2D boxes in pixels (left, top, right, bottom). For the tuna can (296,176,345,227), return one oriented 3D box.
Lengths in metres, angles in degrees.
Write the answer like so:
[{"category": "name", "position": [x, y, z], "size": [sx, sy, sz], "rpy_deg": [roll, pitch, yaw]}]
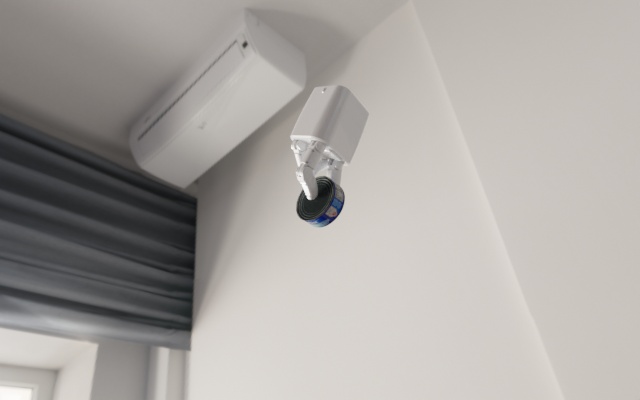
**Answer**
[{"category": "tuna can", "position": [0.000, 0.003, 0.824], "size": [0.086, 0.086, 0.034], "rpy_deg": [0, -26, 46]}]
